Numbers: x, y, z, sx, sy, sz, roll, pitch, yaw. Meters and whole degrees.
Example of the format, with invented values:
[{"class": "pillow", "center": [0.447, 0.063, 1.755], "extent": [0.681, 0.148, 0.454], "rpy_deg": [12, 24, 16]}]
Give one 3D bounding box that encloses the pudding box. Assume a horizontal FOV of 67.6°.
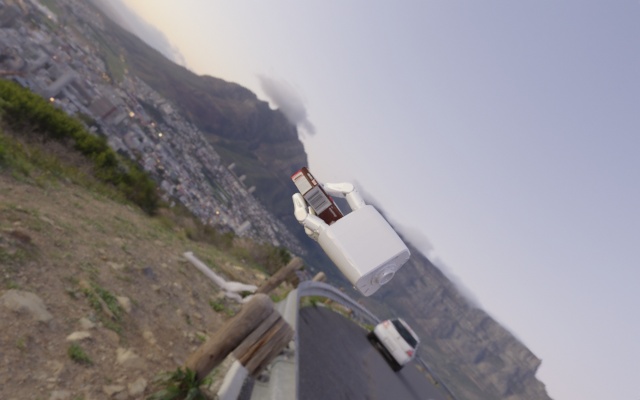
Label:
[{"class": "pudding box", "center": [0.000, 0.003, 0.856], "extent": [0.039, 0.113, 0.090], "rpy_deg": [-36, 30, -1]}]
